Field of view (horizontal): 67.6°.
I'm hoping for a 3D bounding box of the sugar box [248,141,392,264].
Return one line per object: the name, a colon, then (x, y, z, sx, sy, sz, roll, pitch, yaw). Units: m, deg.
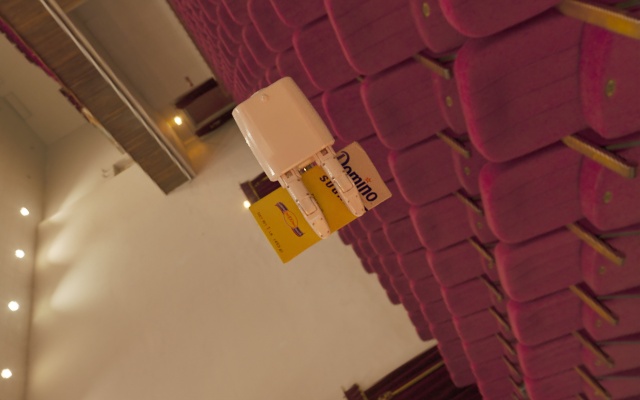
sugar box: (0.000, 0.002, 0.660, 0.176, 0.093, 0.048, -33, -2, -2)
